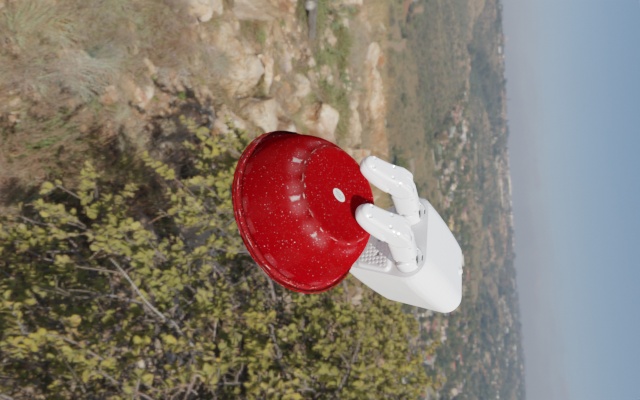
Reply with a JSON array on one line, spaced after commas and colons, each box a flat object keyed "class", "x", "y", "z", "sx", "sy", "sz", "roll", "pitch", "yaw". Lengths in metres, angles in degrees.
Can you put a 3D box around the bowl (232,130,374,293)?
[{"class": "bowl", "x": -0.001, "y": 0.001, "z": 0.441, "sx": 0.162, "sy": 0.162, "sz": 0.055, "roll": 0, "pitch": -16, "yaw": -45}]
